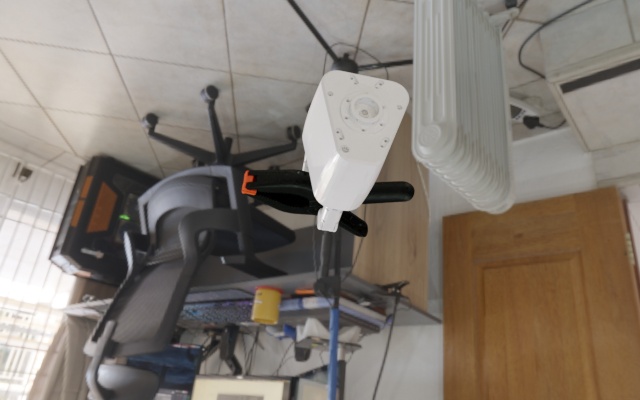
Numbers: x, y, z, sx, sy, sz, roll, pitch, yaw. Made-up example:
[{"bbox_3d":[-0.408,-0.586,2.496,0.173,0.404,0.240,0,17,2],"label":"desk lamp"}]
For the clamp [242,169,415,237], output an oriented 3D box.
[{"bbox_3d":[0.000,0.003,0.642,0.210,0.036,0.165,9,-26,-7],"label":"clamp"}]
